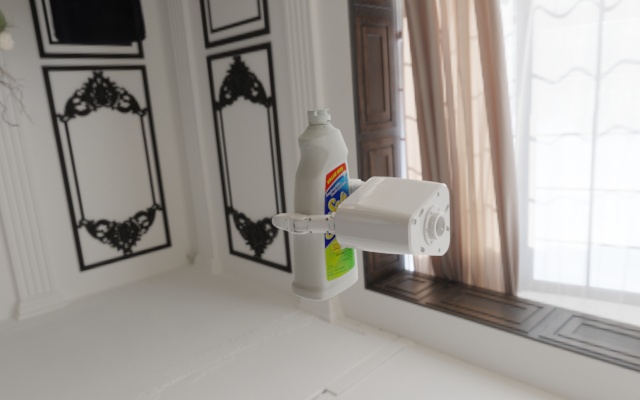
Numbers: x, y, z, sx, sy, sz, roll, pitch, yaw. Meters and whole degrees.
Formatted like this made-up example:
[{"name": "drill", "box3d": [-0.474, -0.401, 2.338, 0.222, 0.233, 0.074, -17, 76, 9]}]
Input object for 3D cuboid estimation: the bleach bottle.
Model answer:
[{"name": "bleach bottle", "box3d": [0.000, 0.002, 0.661, 0.068, 0.251, 0.102, 6, 16, 40]}]
